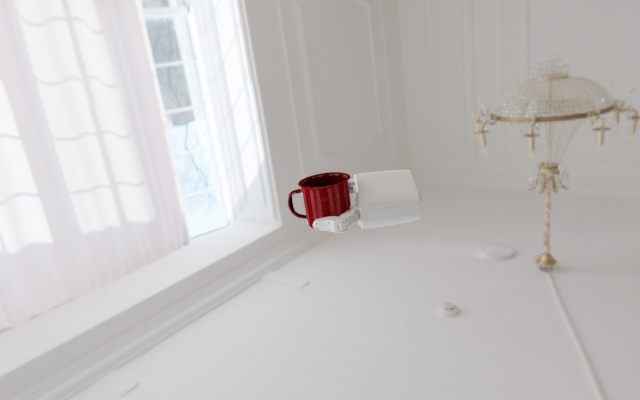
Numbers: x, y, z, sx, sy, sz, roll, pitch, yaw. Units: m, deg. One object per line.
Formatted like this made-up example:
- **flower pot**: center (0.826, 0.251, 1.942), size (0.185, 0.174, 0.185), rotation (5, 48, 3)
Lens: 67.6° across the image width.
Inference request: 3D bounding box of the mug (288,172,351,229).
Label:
- **mug**: center (-0.001, 0.003, 0.848), size (0.117, 0.081, 0.093), rotation (-7, 18, 4)
